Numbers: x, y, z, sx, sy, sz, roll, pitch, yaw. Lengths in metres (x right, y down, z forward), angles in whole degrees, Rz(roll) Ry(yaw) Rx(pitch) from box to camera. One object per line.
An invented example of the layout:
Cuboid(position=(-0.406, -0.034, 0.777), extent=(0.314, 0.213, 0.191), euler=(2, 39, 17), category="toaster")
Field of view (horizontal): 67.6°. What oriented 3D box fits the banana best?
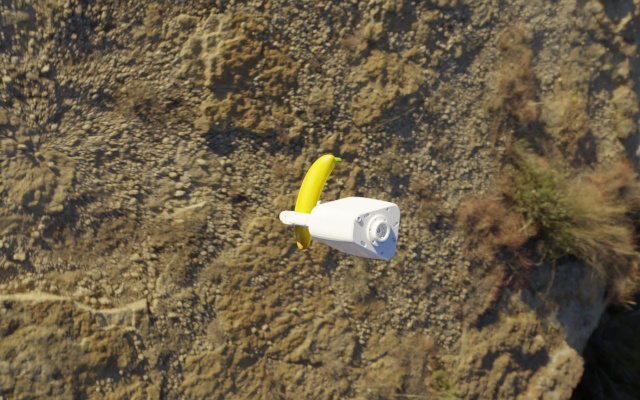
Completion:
Cuboid(position=(-0.010, -0.009, 0.872), extent=(0.037, 0.197, 0.070), euler=(4, -26, 45), category="banana")
